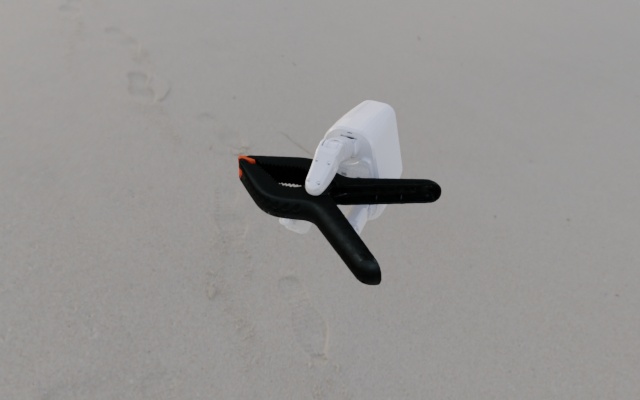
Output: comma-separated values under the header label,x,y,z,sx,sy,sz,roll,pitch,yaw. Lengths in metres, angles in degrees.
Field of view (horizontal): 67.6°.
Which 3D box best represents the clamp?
label,x,y,z,sx,sy,sz,roll,pitch,yaw
clamp,0.000,0.001,0.471,0.210,0.036,0.164,16,36,17
